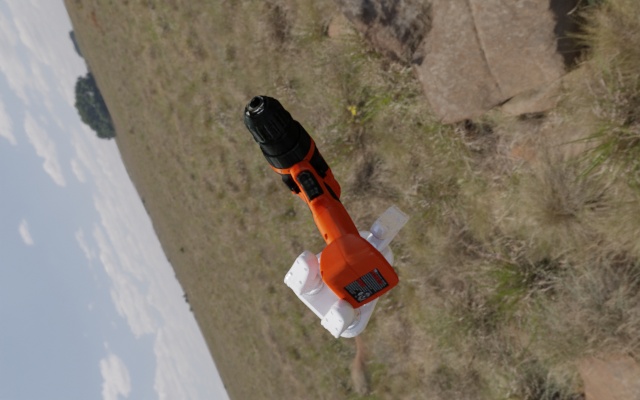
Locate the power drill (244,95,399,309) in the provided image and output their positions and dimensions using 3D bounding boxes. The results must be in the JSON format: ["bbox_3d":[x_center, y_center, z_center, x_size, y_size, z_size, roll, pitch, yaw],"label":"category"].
[{"bbox_3d":[0.000,0.002,0.470,0.057,0.187,0.184,-32,-36,7],"label":"power drill"}]
